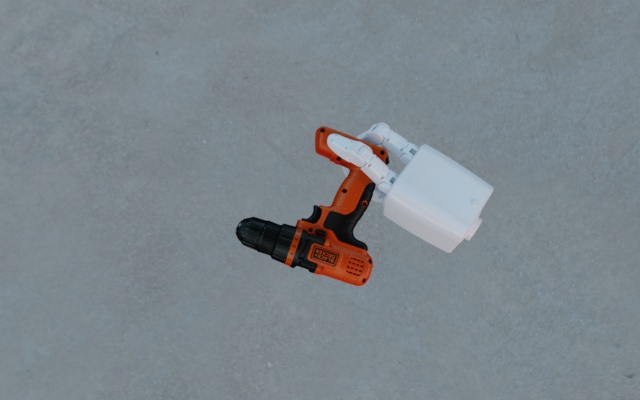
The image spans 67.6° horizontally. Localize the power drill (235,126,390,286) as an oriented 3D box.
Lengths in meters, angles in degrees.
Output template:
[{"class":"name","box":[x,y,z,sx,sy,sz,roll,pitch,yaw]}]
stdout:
[{"class":"power drill","box":[0.001,0.002,0.633,0.184,0.187,0.057,20,-7,-4]}]
